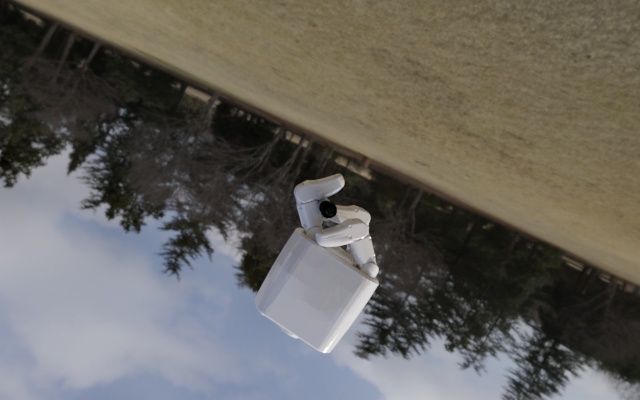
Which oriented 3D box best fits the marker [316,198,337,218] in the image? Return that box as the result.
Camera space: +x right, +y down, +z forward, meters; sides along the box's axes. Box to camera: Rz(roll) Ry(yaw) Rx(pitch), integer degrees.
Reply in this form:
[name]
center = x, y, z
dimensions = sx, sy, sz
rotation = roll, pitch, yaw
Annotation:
[marker]
center = 0.000, 0.002, 0.587
dimensions = 0.020, 0.020, 0.121
rotation = 0, 10, -10
